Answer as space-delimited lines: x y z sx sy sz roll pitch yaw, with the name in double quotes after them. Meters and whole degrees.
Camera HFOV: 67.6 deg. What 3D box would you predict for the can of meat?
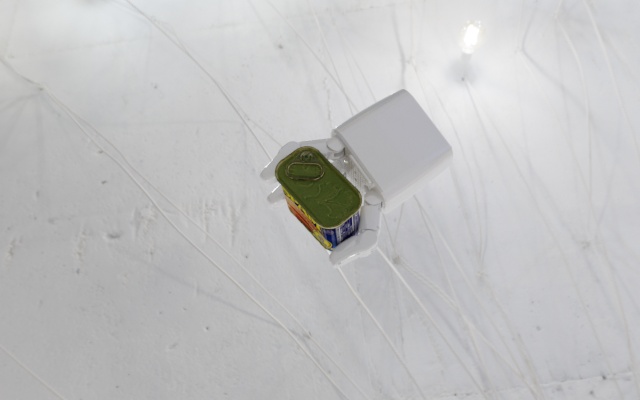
0.000 0.002 0.541 0.057 0.102 0.084 -38 -23 -13 "can of meat"
